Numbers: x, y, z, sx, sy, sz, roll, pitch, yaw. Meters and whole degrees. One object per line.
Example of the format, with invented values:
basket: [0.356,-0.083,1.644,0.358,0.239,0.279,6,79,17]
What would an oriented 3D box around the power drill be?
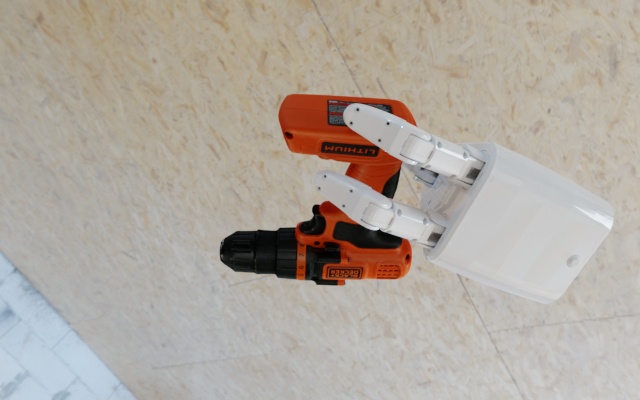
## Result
power drill: [0.000,0.001,0.416,0.184,0.188,0.057,1,44,-4]
